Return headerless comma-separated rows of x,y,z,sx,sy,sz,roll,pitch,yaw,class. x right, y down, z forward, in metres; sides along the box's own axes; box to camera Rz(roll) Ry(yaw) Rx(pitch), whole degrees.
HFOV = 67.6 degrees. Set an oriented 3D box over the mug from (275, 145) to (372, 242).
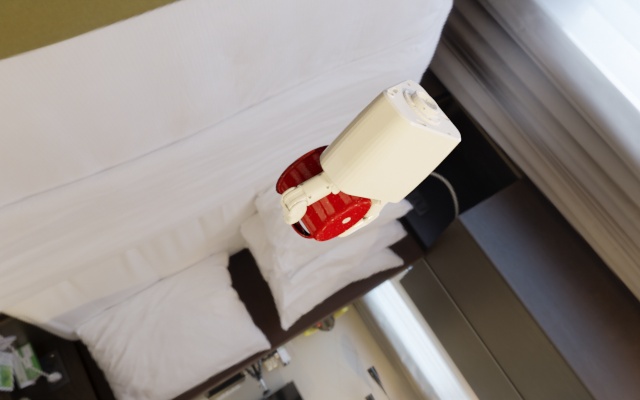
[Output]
-0.001,0.003,0.574,0.093,0.081,0.117,-11,-29,-50,mug
